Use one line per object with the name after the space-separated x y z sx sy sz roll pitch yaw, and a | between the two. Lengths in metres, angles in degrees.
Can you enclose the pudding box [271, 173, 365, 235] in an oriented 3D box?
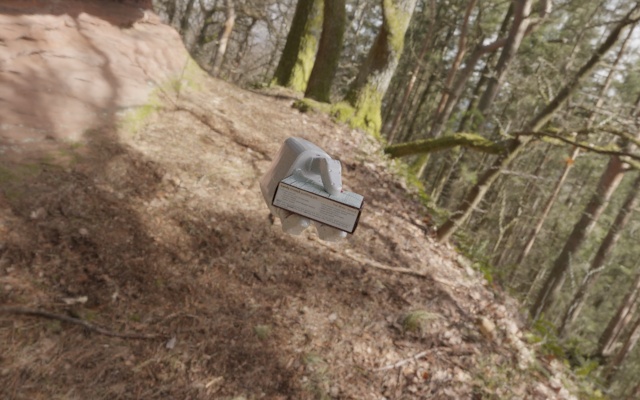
0.000 0.002 0.632 0.113 0.039 0.090 18 12 5 | pudding box
